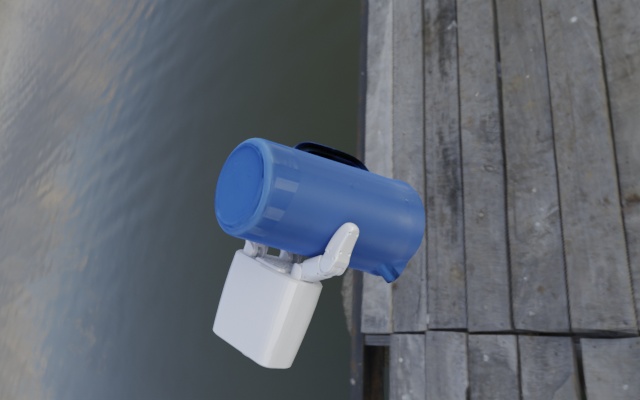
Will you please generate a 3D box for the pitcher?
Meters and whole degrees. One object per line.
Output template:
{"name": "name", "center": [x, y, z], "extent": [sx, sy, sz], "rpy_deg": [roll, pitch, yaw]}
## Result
{"name": "pitcher", "center": [0.000, 0.002, 0.579], "extent": [0.243, 0.145, 0.149], "rpy_deg": [17, 3, -39]}
